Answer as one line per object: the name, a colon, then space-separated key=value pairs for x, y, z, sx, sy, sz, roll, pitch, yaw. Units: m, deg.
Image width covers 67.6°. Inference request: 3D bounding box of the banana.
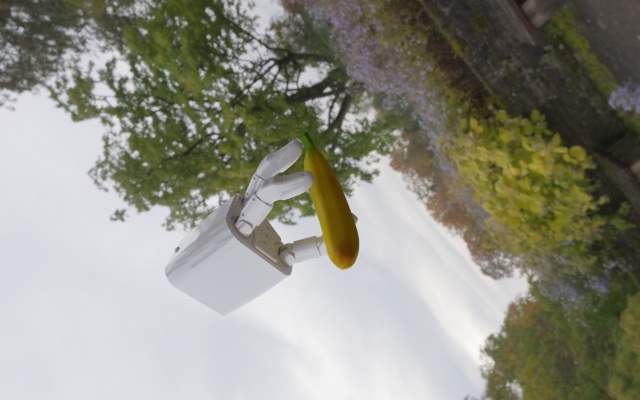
banana: x=0.009 y=0.009 z=0.522 sx=0.037 sy=0.197 sz=0.070 roll=-32 pitch=-44 yaw=13
